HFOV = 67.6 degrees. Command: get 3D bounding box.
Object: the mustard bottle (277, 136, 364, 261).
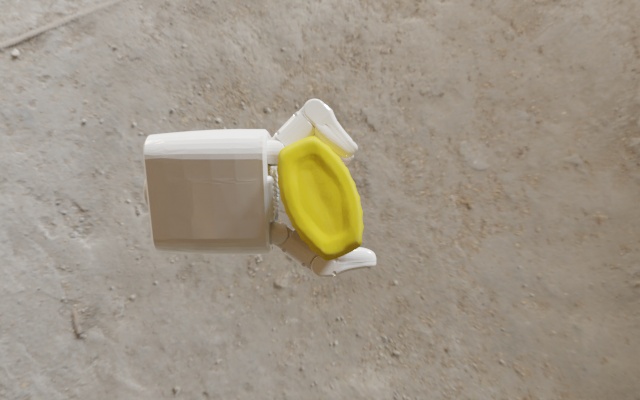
[{"bbox_3d":[0.000,0.001,0.455,0.058,0.096,0.191,-25,-2,-1],"label":"mustard bottle"}]
